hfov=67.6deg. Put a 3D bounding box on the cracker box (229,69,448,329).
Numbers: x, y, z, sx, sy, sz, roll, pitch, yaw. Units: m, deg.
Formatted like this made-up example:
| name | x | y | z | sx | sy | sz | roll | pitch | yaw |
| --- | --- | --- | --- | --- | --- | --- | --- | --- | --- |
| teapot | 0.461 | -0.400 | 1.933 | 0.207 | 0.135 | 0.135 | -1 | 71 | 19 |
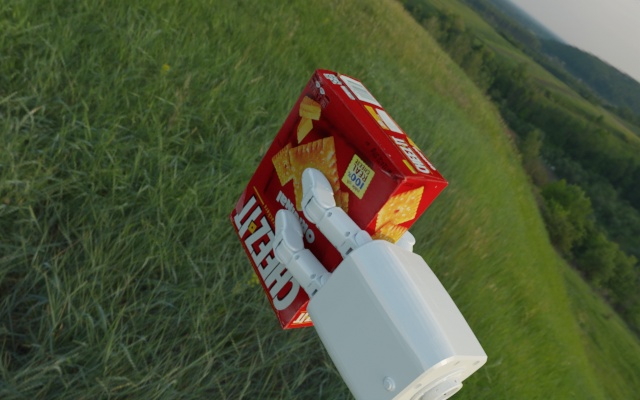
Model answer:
| name | x | y | z | sx | sy | sz | roll | pitch | yaw |
| --- | --- | --- | --- | --- | --- | --- | --- | --- | --- |
| cracker box | 0.000 | 0.001 | 0.488 | 0.072 | 0.164 | 0.214 | 5 | -48 | -42 |
